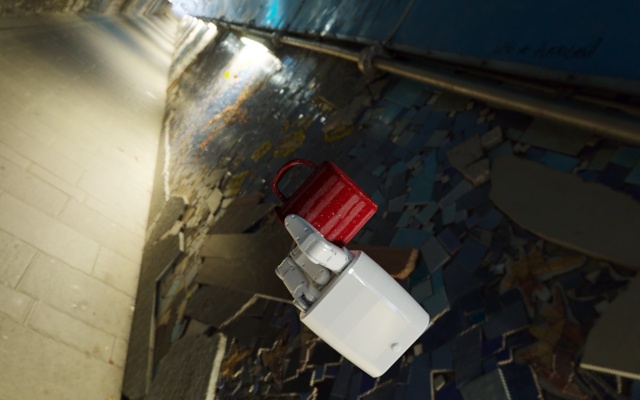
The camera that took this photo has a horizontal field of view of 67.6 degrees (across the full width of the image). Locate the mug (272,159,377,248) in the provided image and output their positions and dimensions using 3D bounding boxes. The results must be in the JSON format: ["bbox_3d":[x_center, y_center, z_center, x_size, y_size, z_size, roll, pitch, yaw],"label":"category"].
[{"bbox_3d":[-0.001,0.001,0.536,0.117,0.081,0.093,42,6,-3],"label":"mug"}]
